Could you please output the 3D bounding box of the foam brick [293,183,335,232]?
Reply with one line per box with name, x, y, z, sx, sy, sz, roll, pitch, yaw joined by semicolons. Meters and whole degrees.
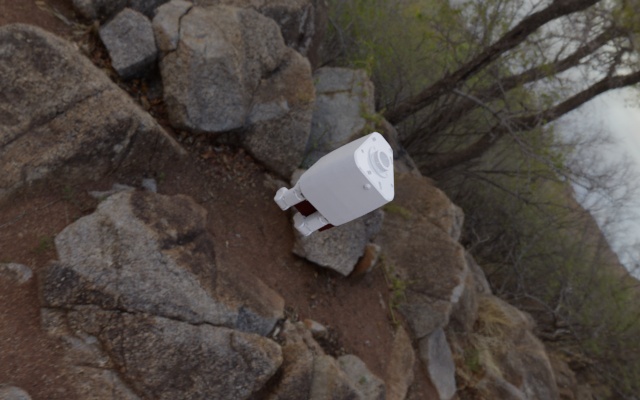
foam brick;0.000;0.003;0.768;0.051;0.053;0.078;-24;-59;37
